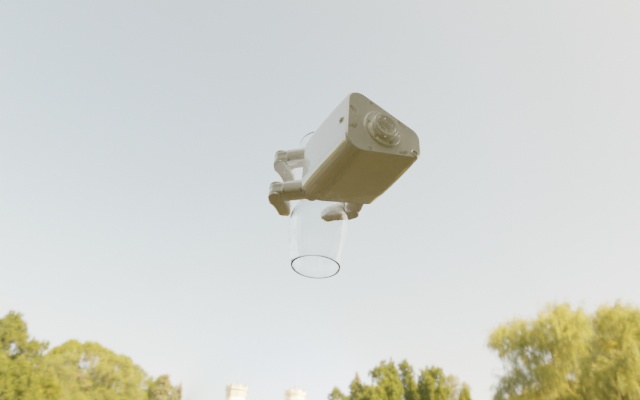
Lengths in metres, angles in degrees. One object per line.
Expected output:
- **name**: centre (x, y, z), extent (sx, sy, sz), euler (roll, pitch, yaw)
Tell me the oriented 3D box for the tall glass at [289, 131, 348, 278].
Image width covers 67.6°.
- **tall glass**: centre (0.000, 0.002, 0.650), extent (0.079, 0.201, 0.079), euler (3, -35, 2)
